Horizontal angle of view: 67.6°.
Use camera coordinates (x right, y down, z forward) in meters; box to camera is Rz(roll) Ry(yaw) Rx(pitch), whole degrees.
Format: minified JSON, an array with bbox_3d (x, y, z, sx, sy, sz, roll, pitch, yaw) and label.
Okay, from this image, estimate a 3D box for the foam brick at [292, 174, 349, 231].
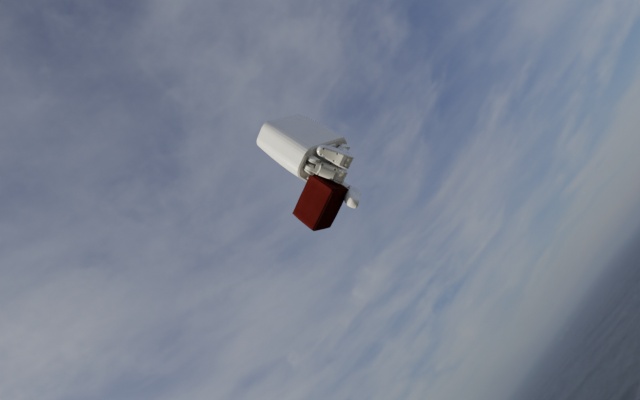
[{"bbox_3d":[0.000,0.003,0.785,0.051,0.078,0.053,35,20,26],"label":"foam brick"}]
